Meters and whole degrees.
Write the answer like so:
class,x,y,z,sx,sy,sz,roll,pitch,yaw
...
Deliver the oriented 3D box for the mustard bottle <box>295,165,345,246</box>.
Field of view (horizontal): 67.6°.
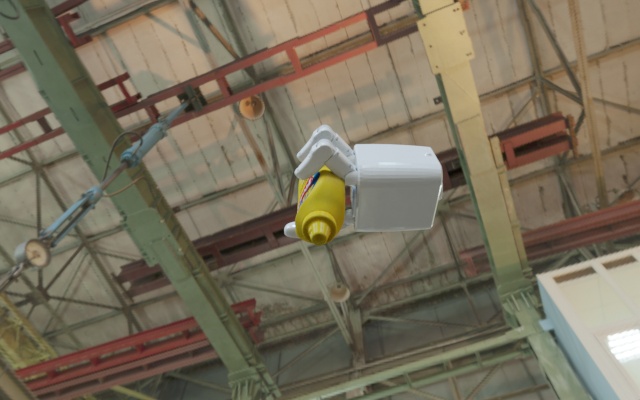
class,x,y,z,sx,sy,sz,roll,pitch,yaw
mustard bottle,0.000,0.002,0.626,0.058,0.096,0.191,22,25,-10
